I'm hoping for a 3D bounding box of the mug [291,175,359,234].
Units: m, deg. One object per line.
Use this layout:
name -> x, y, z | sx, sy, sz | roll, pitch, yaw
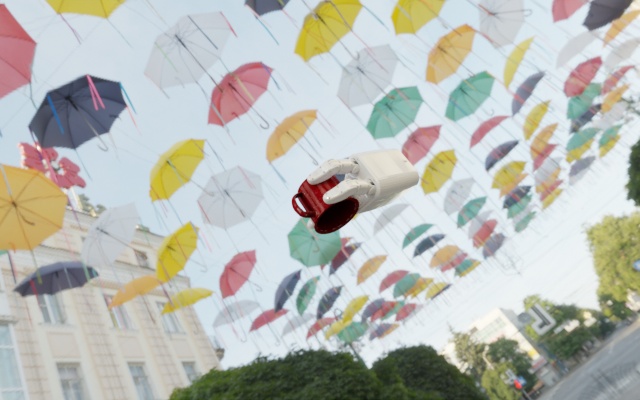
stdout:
mug -> -0.001, 0.003, 0.858 | 0.117, 0.081, 0.093 | -12, -38, -33
